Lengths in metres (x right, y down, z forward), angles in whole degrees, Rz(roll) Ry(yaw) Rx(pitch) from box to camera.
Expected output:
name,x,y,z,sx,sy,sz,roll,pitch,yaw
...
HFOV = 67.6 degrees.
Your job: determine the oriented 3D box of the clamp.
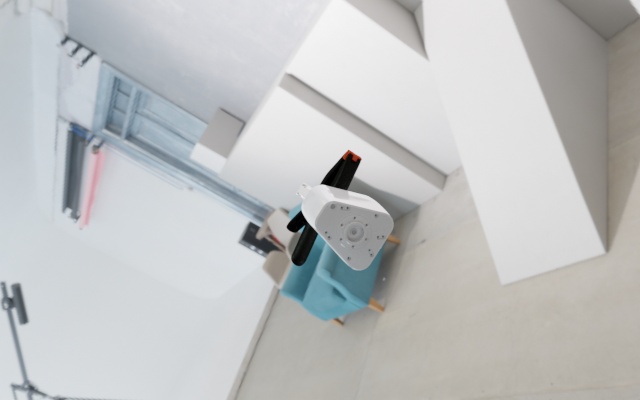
name,x,y,z,sx,sy,sz,roll,pitch,yaw
clamp,0.000,0.002,0.852,0.036,0.210,0.164,31,5,-17
